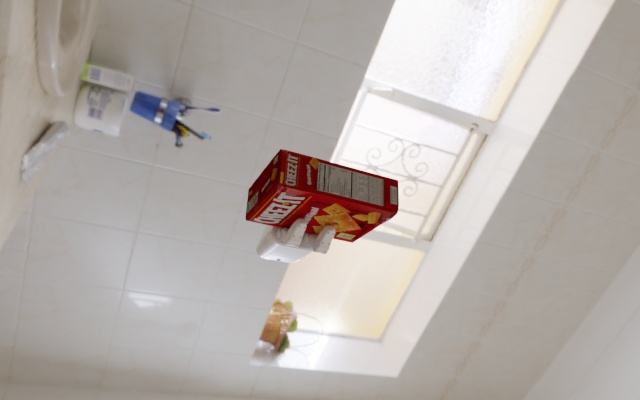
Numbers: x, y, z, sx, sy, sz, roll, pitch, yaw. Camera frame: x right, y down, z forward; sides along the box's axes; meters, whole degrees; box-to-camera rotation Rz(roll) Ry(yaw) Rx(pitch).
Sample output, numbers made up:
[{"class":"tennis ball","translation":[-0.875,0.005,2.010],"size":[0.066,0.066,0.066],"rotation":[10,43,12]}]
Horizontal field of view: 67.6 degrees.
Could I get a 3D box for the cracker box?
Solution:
[{"class":"cracker box","translation":[0.000,0.003,0.809],"size":[0.214,0.072,0.164],"rotation":[13,-27,-22]}]
